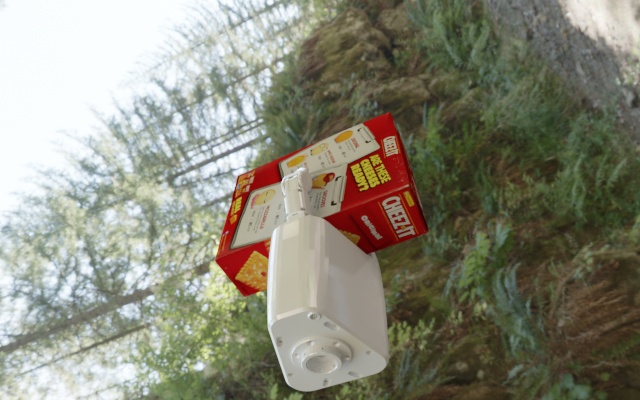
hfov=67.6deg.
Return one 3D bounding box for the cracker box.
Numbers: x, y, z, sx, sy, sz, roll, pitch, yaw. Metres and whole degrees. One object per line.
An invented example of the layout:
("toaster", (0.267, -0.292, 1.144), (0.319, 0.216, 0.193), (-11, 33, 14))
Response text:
("cracker box", (0.000, 0.002, 0.541), (0.214, 0.072, 0.164), (-21, 32, 15))
